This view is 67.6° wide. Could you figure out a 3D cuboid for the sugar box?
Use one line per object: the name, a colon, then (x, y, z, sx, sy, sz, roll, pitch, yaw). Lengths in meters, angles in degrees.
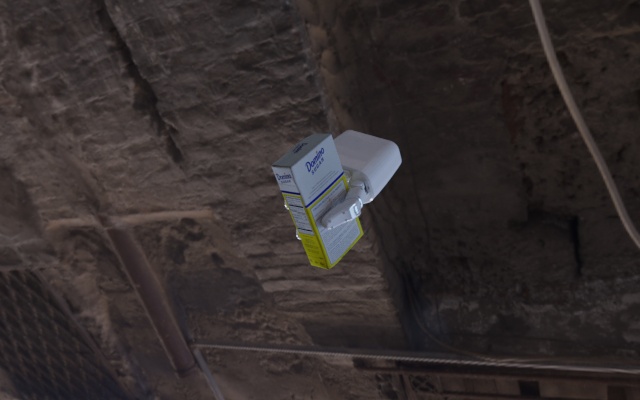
sugar box: (0.000, 0.002, 0.685, 0.048, 0.176, 0.093, 6, 37, 42)
